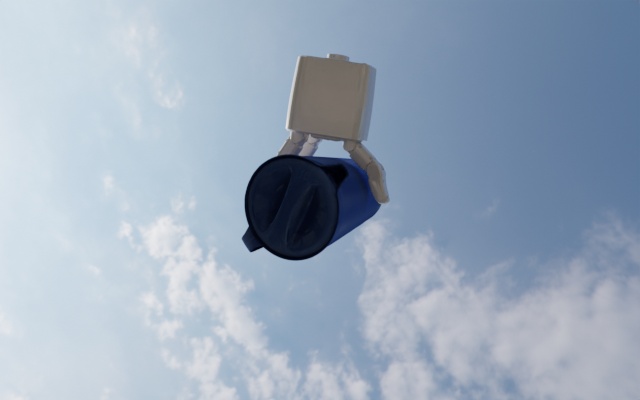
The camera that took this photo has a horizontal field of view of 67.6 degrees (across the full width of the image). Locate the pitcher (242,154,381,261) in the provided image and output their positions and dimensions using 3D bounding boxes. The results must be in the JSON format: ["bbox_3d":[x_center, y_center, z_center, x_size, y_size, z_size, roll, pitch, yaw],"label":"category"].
[{"bbox_3d":[0.000,0.002,0.696,0.149,0.145,0.243,10,10,23],"label":"pitcher"}]
